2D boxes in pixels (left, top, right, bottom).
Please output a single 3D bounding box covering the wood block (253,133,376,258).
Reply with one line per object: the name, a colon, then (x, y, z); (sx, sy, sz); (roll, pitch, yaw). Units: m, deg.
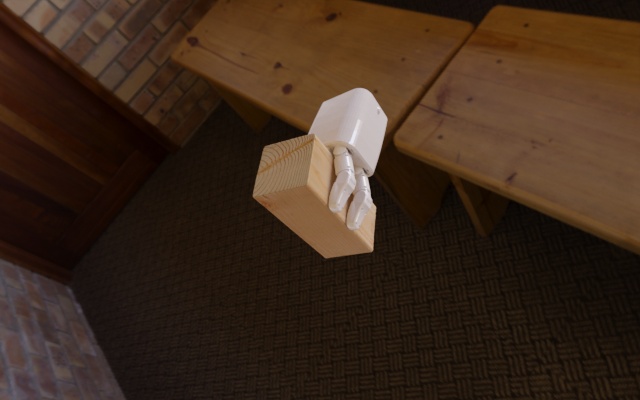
wood block: (0.000, 0.002, 0.727); (0.091, 0.090, 0.206); (-11, -35, 29)
